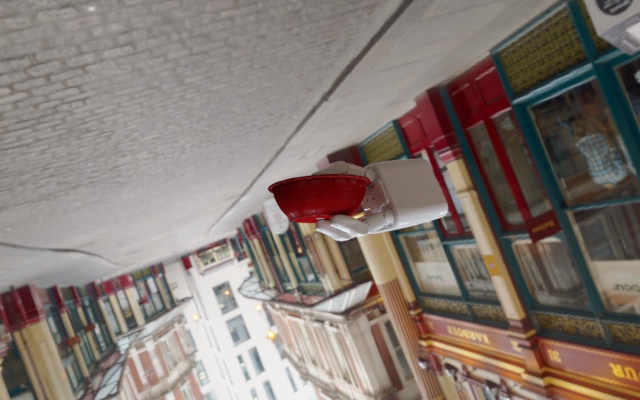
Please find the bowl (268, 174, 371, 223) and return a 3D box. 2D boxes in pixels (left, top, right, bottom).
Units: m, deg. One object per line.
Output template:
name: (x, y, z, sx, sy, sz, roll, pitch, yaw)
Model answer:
bowl: (-0.001, 0.003, 0.740, 0.162, 0.055, 0.162, -3, -9, -1)
